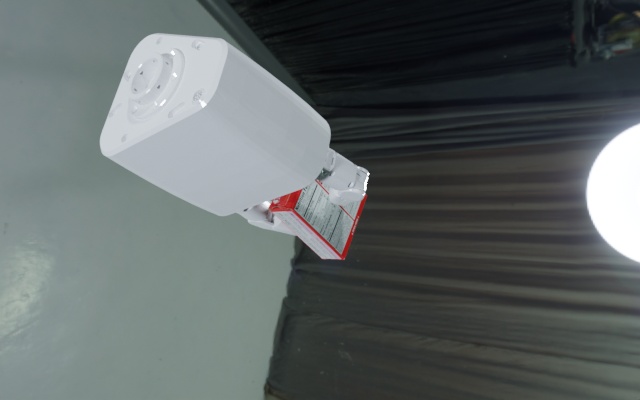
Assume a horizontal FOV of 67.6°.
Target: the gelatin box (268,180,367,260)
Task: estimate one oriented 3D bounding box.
[{"bbox_3d":[0.001,0.002,0.434,0.030,0.073,0.089,-3,-36,40],"label":"gelatin box"}]
